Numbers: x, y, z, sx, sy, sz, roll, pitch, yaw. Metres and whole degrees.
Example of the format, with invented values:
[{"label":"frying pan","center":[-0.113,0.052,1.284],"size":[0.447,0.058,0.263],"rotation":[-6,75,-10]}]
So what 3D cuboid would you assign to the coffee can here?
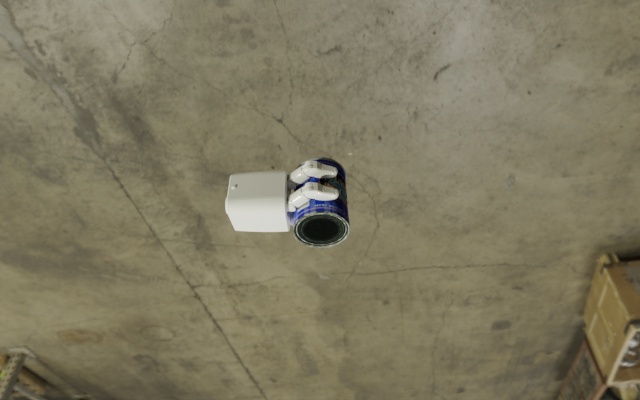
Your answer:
[{"label":"coffee can","center":[0.000,0.003,0.897],"size":[0.103,0.140,0.103],"rotation":[-1,-42,-1]}]
